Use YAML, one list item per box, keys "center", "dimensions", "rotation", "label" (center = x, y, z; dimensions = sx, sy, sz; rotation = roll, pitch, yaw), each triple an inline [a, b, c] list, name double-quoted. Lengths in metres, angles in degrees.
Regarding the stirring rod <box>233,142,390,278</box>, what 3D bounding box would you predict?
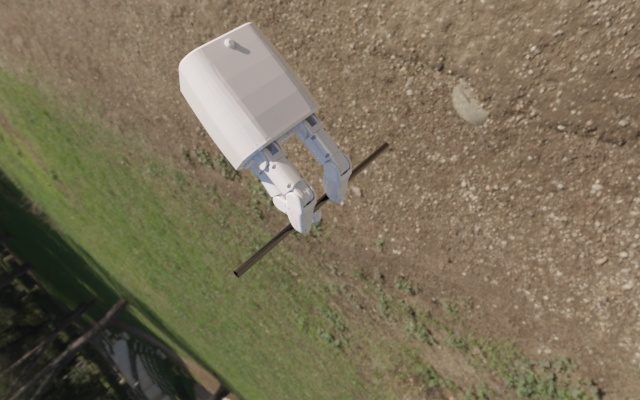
- center: [0.000, 0.002, 0.506]
  dimensions: [0.239, 0.011, 0.011]
  rotation: [-41, 23, -31]
  label: "stirring rod"
